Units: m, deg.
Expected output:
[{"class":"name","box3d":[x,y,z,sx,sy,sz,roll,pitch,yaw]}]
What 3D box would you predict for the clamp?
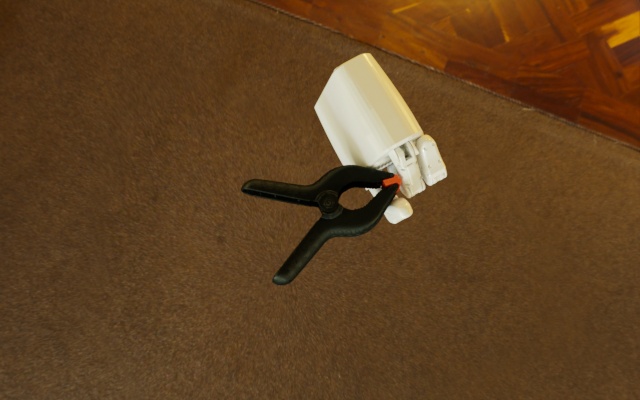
[{"class":"clamp","box3d":[0.000,0.002,0.516,0.171,0.120,0.039,-28,-9,-8]}]
